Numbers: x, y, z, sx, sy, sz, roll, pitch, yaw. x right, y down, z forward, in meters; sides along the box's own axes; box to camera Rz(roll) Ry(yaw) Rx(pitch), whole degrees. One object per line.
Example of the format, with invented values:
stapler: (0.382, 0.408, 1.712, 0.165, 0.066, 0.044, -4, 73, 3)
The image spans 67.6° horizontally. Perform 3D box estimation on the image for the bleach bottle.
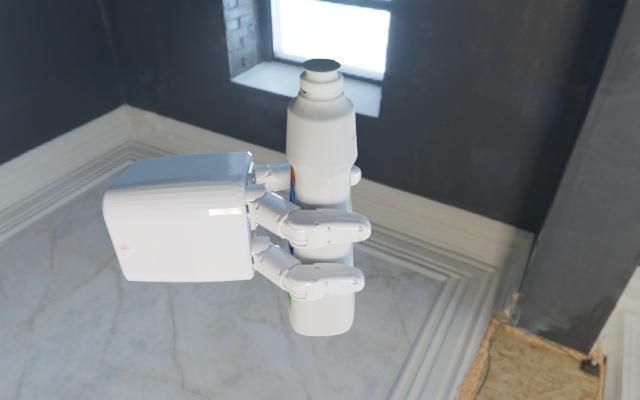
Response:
bleach bottle: (0.000, 0.001, 0.413, 0.068, 0.251, 0.102, -2, 37, -2)
